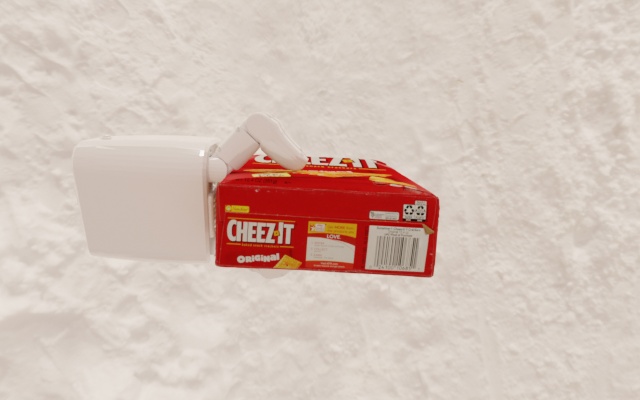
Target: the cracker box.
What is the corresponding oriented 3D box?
[{"bbox_3d":[0.000,0.002,0.445,0.164,0.072,0.213,3,11,-4],"label":"cracker box"}]
